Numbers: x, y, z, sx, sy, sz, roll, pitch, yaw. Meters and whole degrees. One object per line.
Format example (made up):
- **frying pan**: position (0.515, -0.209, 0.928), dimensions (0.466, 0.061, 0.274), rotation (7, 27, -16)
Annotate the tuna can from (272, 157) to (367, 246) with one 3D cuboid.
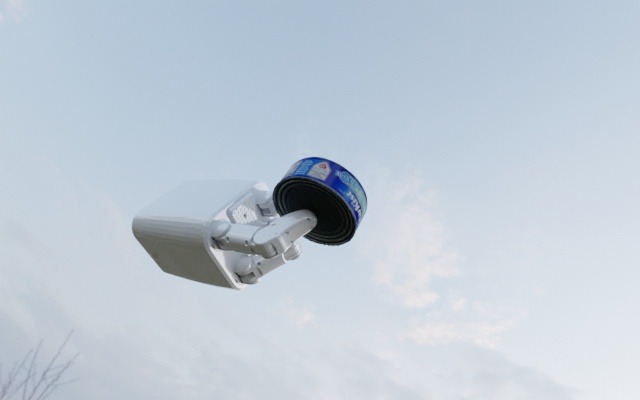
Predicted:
- **tuna can**: position (0.000, 0.001, 0.449), dimensions (0.086, 0.086, 0.033), rotation (0, 41, 35)
